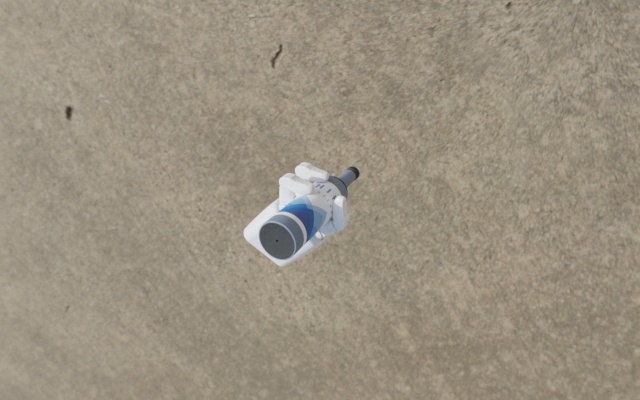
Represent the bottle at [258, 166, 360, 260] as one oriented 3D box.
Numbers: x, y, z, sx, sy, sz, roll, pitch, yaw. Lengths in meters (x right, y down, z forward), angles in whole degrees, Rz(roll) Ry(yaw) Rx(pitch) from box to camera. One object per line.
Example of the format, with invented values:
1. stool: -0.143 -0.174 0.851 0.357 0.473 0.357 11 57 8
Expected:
1. bottle: 0.000 0.003 0.833 0.069 0.069 0.295 0 23 29
